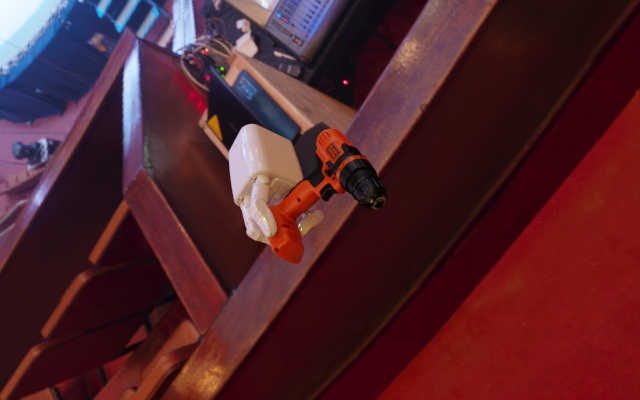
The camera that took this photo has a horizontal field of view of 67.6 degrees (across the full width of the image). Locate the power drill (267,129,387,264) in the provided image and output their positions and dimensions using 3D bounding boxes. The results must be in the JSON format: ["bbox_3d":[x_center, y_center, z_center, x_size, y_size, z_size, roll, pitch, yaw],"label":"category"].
[{"bbox_3d":[0.000,0.002,0.698,0.057,0.188,0.184,33,16,-37],"label":"power drill"}]
